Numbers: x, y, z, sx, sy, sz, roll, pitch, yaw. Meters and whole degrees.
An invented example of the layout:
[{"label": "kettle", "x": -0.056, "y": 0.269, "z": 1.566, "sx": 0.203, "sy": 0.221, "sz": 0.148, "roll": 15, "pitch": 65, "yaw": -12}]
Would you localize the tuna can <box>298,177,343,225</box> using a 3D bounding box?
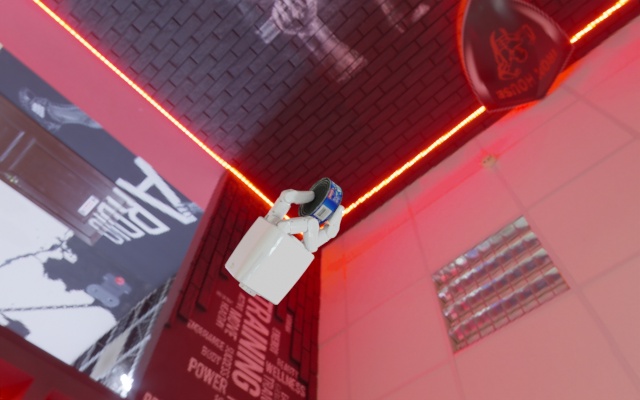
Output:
[{"label": "tuna can", "x": 0.001, "y": 0.003, "z": 0.859, "sx": 0.034, "sy": 0.086, "sz": 0.086, "roll": 37, "pitch": -16, "yaw": -22}]
